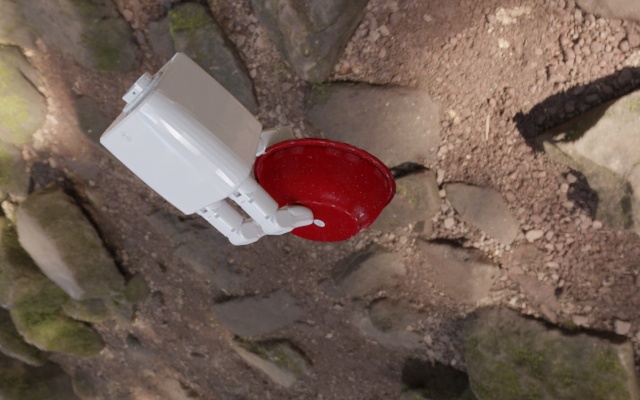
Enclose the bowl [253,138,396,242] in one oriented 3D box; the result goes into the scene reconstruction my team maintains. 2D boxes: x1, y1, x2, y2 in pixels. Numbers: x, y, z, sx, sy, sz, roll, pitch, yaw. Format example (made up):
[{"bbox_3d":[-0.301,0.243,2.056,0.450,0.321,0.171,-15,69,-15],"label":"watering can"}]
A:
[{"bbox_3d":[0.001,0.003,0.526,0.162,0.055,0.162,7,-30,4],"label":"bowl"}]
